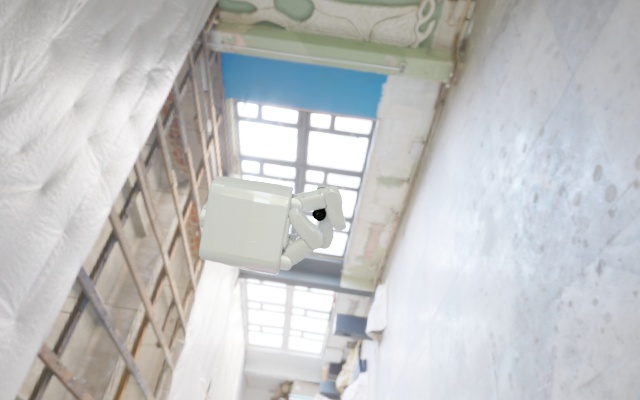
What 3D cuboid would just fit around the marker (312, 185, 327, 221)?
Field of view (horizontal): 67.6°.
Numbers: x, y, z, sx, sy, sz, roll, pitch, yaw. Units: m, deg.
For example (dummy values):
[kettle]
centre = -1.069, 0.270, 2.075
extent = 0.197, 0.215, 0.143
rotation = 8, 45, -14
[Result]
[marker]
centre = 0.000, 0.002, 0.679
extent = 0.020, 0.020, 0.121
rotation = 0, 18, 2
